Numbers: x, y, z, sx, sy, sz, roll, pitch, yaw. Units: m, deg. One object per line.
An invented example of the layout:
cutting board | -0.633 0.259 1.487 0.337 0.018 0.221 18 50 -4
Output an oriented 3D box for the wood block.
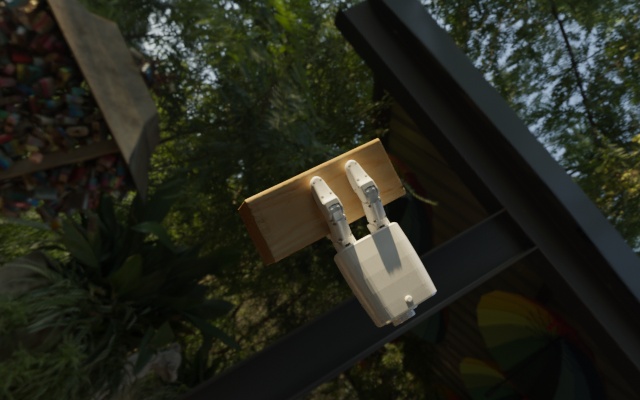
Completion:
wood block | 0.000 0.003 0.669 0.206 0.090 0.091 -26 -3 -19
